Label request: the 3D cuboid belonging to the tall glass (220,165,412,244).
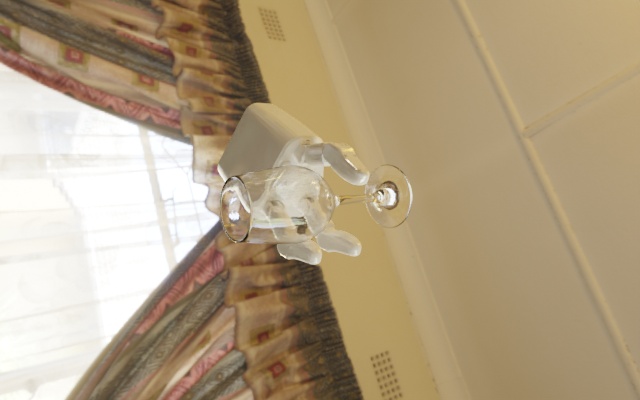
[{"bbox_3d":[0.001,0.002,0.496,0.201,0.079,0.079,-5,3,-38],"label":"tall glass"}]
